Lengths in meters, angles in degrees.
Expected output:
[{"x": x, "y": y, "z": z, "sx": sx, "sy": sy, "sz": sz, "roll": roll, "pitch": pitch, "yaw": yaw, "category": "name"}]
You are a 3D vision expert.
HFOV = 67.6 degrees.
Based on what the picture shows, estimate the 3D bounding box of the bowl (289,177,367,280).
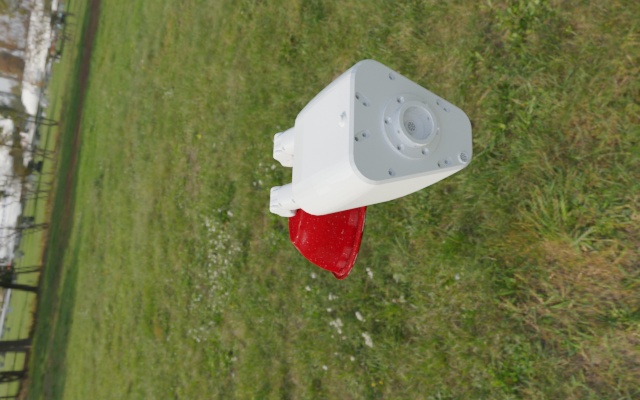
[{"x": -0.001, "y": 0.002, "z": 0.510, "sx": 0.055, "sy": 0.162, "sz": 0.162, "roll": 4, "pitch": -1, "yaw": -12, "category": "bowl"}]
